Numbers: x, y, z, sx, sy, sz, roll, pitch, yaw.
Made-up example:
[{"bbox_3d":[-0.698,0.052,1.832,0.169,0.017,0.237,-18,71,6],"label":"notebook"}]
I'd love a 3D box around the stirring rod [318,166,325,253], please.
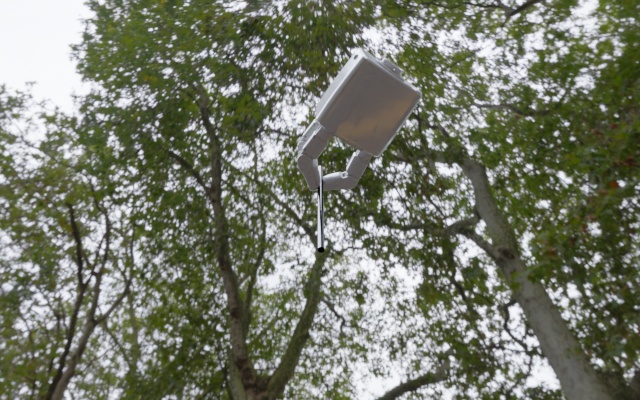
[{"bbox_3d":[0.000,0.002,0.640,0.011,0.011,0.239,0,26,0],"label":"stirring rod"}]
